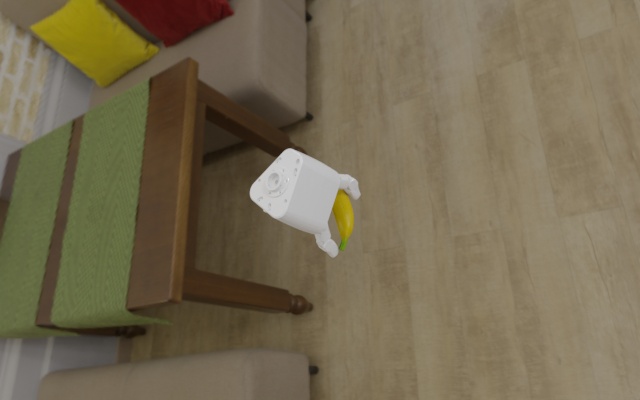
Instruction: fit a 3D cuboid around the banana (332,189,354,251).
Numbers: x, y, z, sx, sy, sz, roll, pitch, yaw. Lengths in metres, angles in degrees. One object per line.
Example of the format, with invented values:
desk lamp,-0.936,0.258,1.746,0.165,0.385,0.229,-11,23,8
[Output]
banana,0.015,-0.006,0.889,0.070,0.197,0.037,-41,-33,21
